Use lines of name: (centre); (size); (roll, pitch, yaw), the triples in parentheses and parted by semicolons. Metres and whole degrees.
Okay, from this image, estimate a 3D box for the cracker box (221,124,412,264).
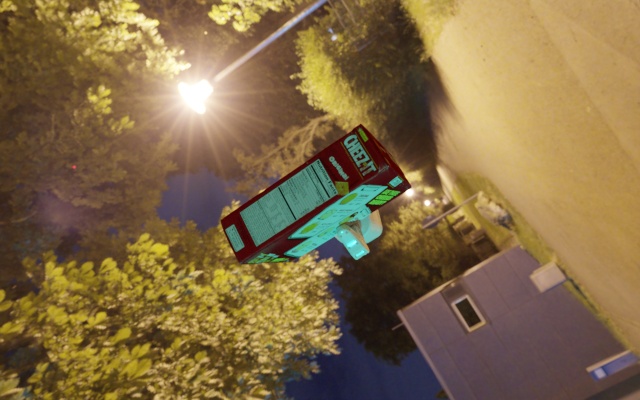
cracker box: (0.000, 0.002, 0.626); (0.214, 0.072, 0.164); (-34, -16, 13)
